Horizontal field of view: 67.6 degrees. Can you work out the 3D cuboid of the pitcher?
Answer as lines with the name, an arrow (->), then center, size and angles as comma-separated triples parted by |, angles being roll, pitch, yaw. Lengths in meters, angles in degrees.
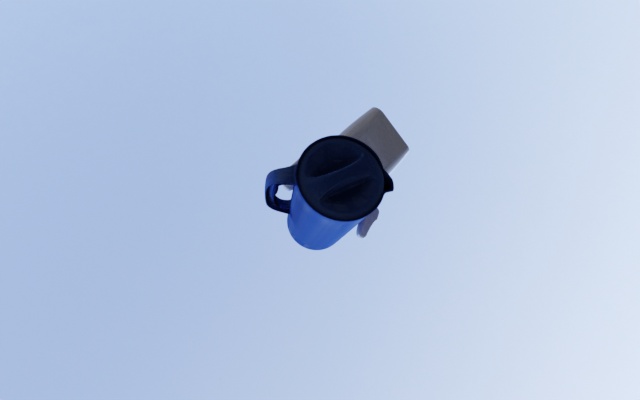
pitcher -> 0.000, 0.002, 0.784 | 0.145, 0.149, 0.243 | -43, -7, -21
